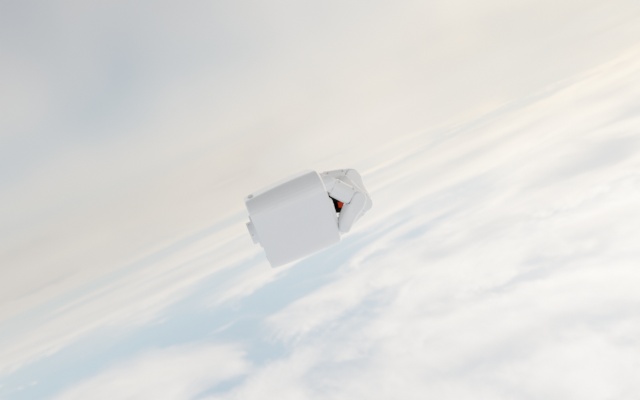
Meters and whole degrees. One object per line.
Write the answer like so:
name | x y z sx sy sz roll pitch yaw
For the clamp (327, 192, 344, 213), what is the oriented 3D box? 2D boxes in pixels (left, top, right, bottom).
clamp | 0.000 0.003 0.770 0.120 0.039 0.171 -21 6 -9
